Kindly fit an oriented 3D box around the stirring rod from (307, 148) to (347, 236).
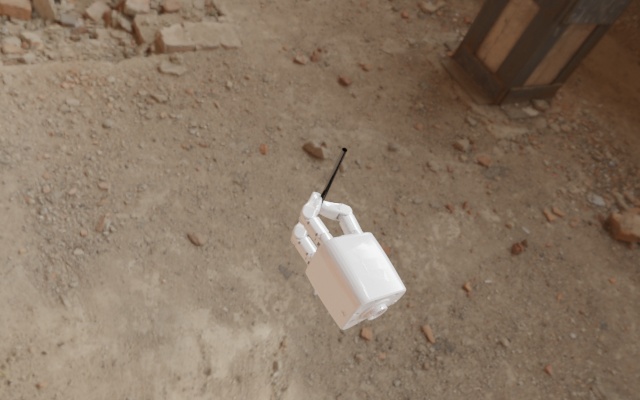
[{"bbox_3d":[0.000,0.003,0.749,0.011,0.011,0.240,0,-37,-20],"label":"stirring rod"}]
